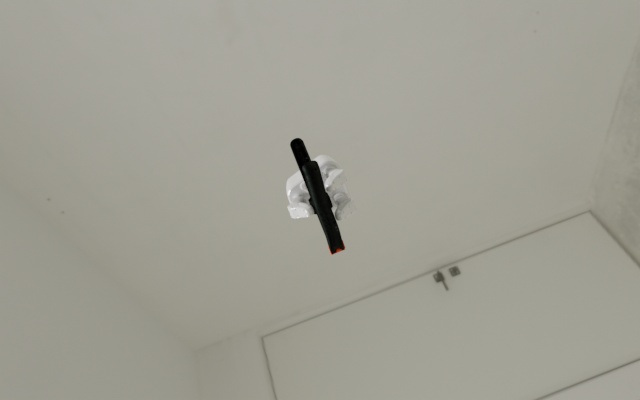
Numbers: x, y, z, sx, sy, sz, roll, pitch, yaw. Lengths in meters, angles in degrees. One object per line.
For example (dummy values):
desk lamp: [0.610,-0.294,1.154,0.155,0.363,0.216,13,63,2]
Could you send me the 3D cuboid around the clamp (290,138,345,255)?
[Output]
clamp: [0.000,0.003,0.805,0.036,0.210,0.164,-21,16,-2]
